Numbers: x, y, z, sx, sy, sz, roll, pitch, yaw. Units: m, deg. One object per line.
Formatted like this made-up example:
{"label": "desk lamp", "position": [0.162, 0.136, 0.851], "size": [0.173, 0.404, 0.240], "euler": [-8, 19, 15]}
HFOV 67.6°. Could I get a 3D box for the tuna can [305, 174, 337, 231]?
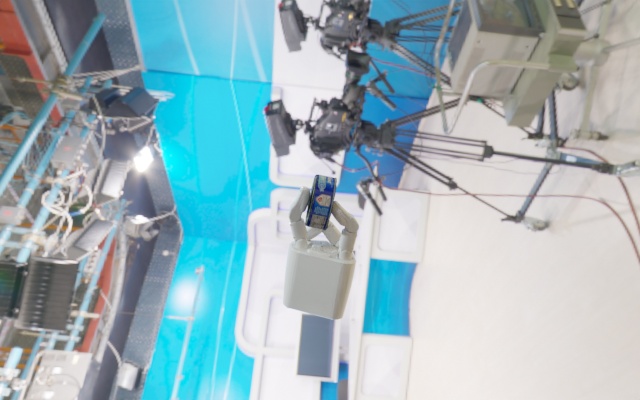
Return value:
{"label": "tuna can", "position": [0.000, 0.002, 0.752], "size": [0.034, 0.086, 0.086], "euler": [12, -1, -4]}
